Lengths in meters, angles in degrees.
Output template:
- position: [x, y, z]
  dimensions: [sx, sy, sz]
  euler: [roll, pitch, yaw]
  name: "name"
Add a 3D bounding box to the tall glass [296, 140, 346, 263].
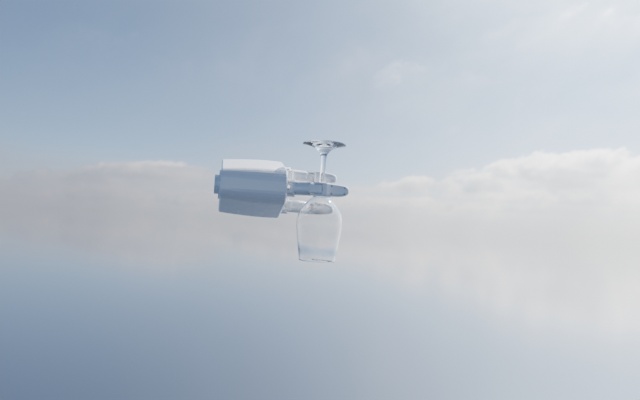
- position: [0.000, 0.002, 0.811]
  dimensions: [0.079, 0.201, 0.079]
  euler: [3, -3, 0]
  name: "tall glass"
